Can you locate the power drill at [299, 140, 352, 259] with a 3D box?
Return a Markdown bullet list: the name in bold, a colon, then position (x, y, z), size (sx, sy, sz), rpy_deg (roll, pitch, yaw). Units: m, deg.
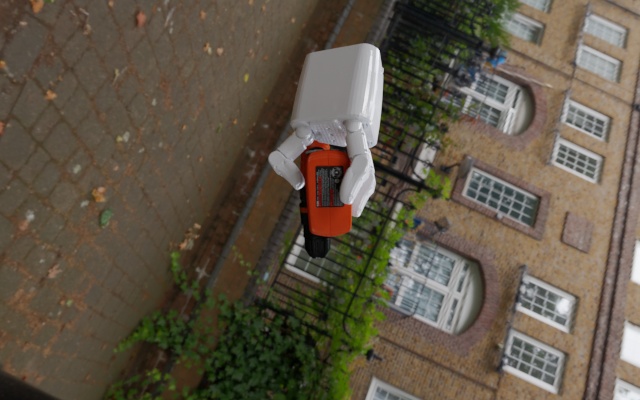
- **power drill**: position (0.000, 0.002, 0.666), size (0.057, 0.184, 0.187), rpy_deg (-4, 3, -8)
